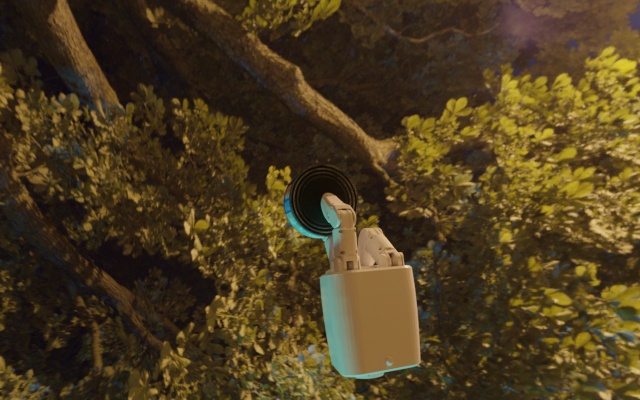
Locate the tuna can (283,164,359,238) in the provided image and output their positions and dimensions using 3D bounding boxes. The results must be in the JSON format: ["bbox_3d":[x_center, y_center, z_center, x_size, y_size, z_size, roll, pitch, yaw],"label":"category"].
[{"bbox_3d":[0.000,0.002,0.568,0.086,0.086,0.034,0,-9,-20],"label":"tuna can"}]
